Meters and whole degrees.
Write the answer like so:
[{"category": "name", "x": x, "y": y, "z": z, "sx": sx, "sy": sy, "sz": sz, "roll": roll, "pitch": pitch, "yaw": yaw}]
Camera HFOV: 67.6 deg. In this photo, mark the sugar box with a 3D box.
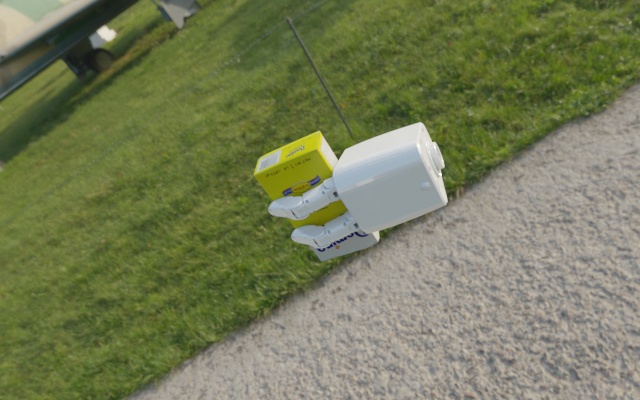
[{"category": "sugar box", "x": 0.000, "y": 0.002, "z": 0.625, "sx": 0.093, "sy": 0.176, "sz": 0.048, "roll": -20, "pitch": 35, "yaw": 22}]
